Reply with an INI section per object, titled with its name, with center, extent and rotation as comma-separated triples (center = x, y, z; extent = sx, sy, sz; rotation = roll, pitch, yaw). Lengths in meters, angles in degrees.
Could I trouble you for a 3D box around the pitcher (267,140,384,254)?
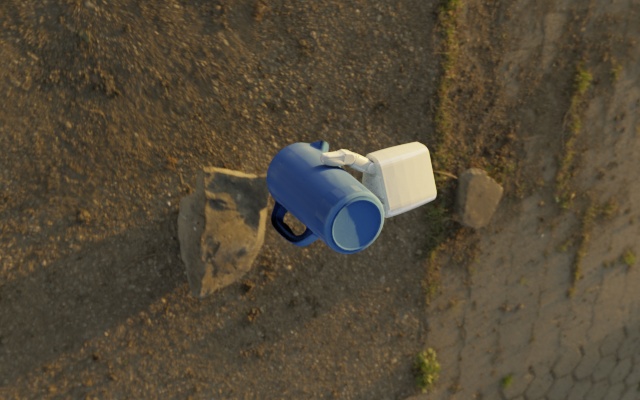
[pitcher]
center = 0.000, 0.003, 0.838
extent = 0.145, 0.149, 0.242
rotation = -17, 29, -19
